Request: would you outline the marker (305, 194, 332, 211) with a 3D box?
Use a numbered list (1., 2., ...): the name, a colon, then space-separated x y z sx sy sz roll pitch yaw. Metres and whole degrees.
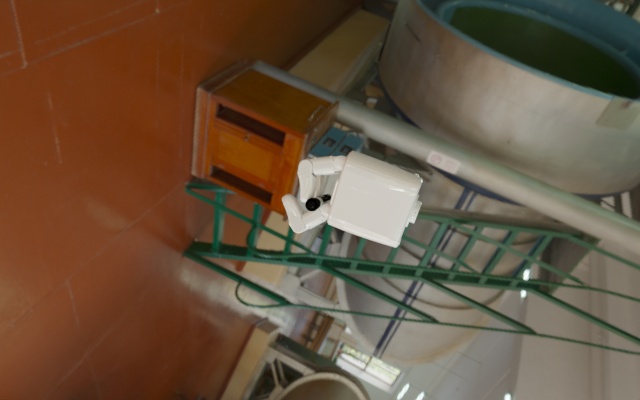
1. marker: 0.000 0.002 0.703 0.020 0.020 0.121 0 3 12
